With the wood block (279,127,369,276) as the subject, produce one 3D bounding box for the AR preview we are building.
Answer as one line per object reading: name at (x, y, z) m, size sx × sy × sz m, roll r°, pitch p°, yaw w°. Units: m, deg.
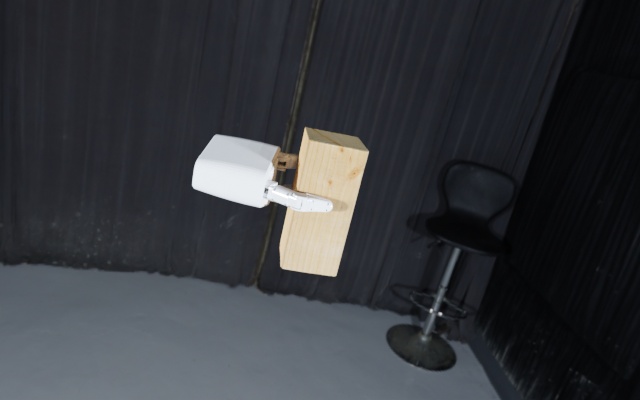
wood block at (0.000, 0.002, 0.745) m, size 0.090 × 0.206 × 0.090 m, roll 10°, pitch 19°, yaw -9°
